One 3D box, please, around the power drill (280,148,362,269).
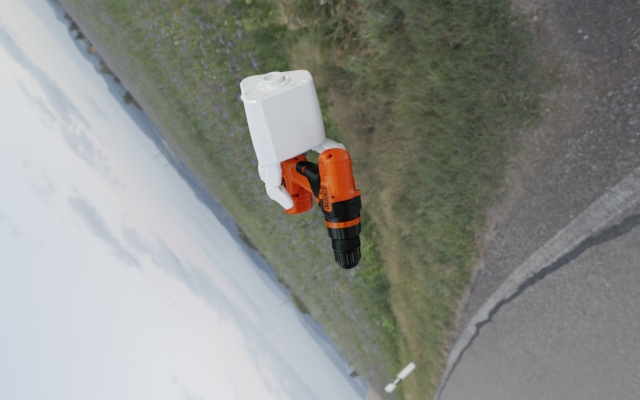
[{"bbox_3d":[0.000,0.002,0.759,0.057,0.184,0.187,-15,17,-27],"label":"power drill"}]
